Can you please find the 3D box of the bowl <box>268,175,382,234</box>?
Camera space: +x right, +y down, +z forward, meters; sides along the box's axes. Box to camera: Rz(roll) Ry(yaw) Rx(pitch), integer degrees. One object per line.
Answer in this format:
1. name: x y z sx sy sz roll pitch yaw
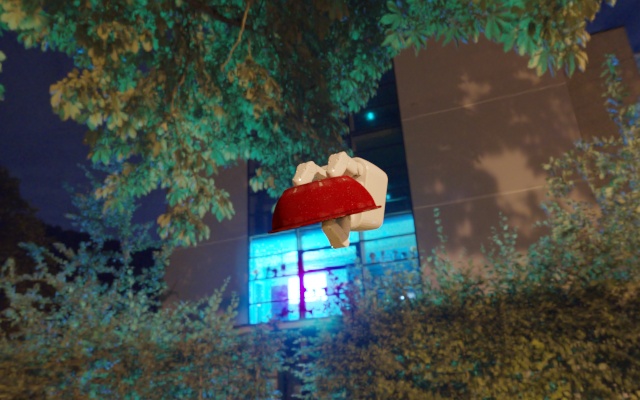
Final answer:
1. bowl: 0.000 0.002 0.659 0.162 0.055 0.162 -13 -1 0
